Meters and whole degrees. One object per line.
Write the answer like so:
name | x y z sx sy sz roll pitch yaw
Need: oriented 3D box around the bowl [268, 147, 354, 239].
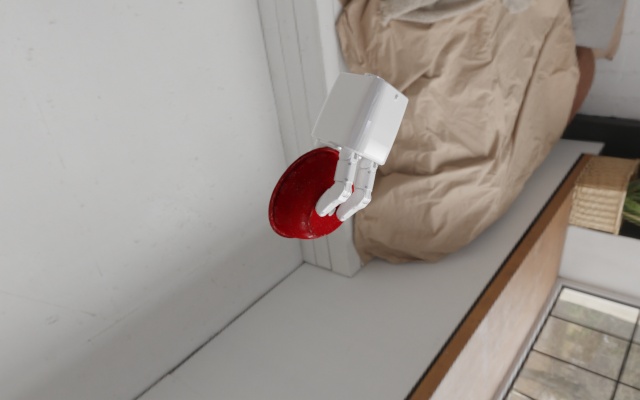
bowl | 0.000 0.004 0.731 0.162 0.162 0.055 0 29 -49
